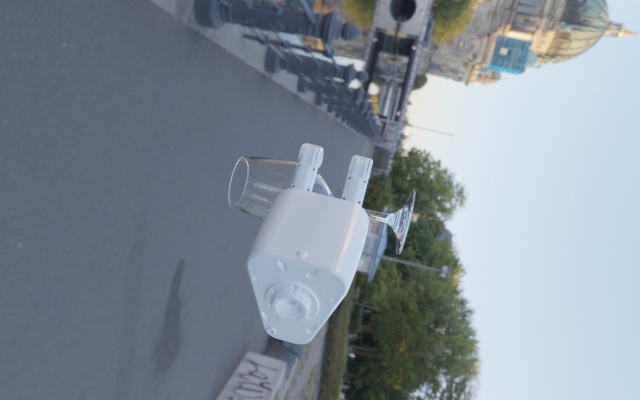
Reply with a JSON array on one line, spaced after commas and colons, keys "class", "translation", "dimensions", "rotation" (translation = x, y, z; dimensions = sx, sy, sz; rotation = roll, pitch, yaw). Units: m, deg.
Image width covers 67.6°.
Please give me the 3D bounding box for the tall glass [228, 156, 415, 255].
[{"class": "tall glass", "translation": [0.001, 0.002, 0.545], "dimensions": [0.201, 0.079, 0.079], "rotation": [14, 1, 6]}]
